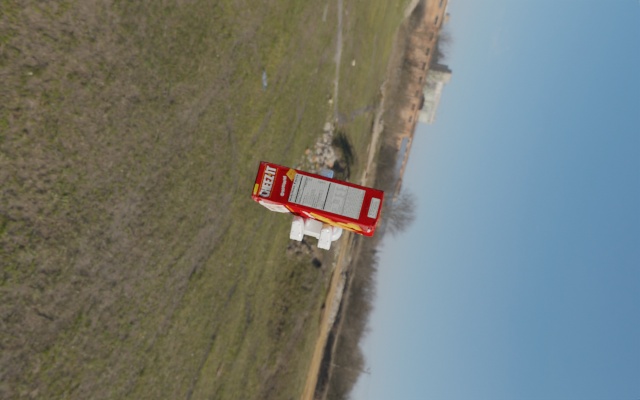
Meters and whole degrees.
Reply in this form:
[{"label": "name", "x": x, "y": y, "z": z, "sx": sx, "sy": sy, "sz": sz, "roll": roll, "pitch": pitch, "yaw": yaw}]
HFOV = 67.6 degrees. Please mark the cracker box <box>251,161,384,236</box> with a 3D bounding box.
[{"label": "cracker box", "x": 0.000, "y": 0.003, "z": 0.852, "sx": 0.213, "sy": 0.072, "sz": 0.164, "roll": 14, "pitch": -7, "yaw": 6}]
